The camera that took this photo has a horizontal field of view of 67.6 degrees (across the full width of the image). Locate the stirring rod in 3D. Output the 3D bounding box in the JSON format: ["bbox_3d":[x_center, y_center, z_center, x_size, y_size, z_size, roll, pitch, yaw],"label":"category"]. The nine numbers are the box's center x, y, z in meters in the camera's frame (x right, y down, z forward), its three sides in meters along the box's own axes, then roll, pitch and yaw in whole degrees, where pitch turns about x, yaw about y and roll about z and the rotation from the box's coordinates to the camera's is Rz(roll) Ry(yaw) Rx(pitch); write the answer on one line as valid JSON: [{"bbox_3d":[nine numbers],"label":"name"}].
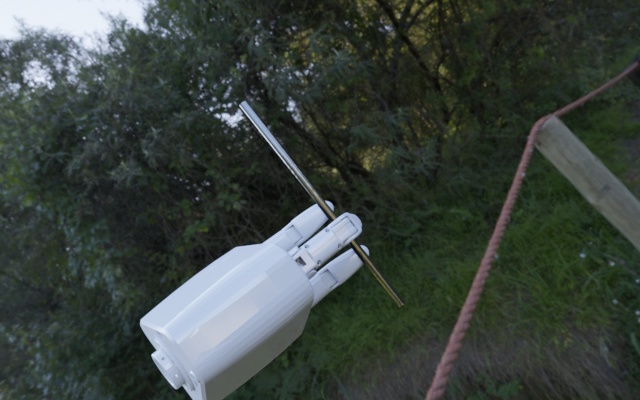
[{"bbox_3d":[0.000,0.002,0.447,0.011,0.239,0.011,-38,-5,-4],"label":"stirring rod"}]
